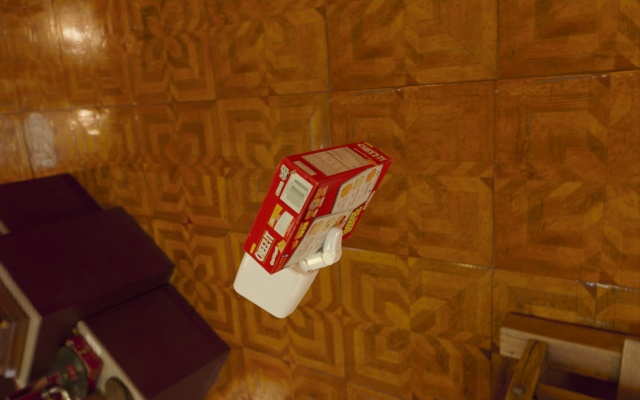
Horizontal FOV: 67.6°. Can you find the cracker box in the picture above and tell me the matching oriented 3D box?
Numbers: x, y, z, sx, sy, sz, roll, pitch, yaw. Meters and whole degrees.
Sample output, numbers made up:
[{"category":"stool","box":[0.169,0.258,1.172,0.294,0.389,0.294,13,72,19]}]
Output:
[{"category":"cracker box","box":[0.000,0.002,0.716,0.072,0.164,0.213,39,31,21]}]
